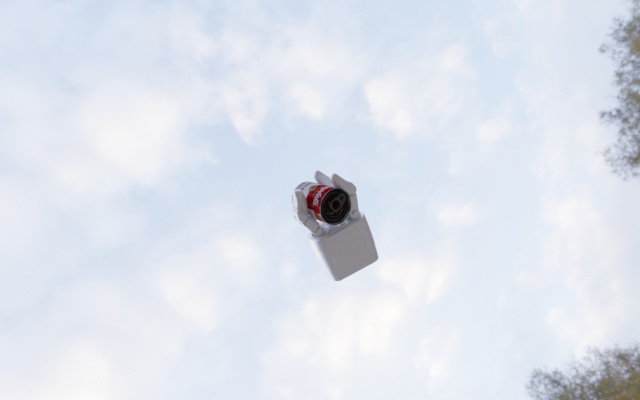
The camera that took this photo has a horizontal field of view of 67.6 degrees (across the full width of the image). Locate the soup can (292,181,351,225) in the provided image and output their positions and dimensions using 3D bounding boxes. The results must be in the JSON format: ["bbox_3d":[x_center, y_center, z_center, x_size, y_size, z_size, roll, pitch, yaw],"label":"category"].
[{"bbox_3d":[0.000,0.003,0.895,0.068,0.068,0.102,0,10,-34],"label":"soup can"}]
